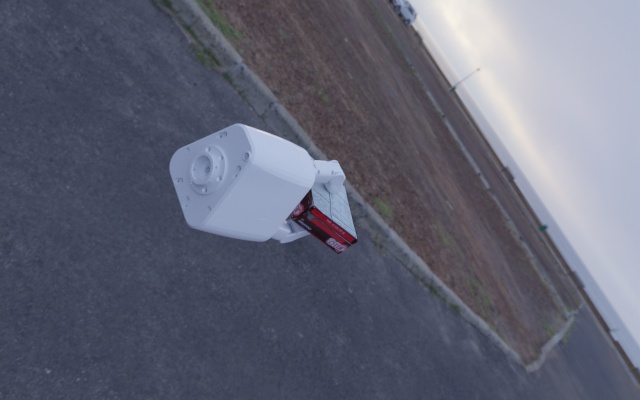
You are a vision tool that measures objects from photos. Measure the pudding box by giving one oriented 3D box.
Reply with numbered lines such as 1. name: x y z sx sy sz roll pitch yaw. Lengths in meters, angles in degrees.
1. pudding box: 0.000 0.002 0.613 0.039 0.113 0.090 -34 -53 22
